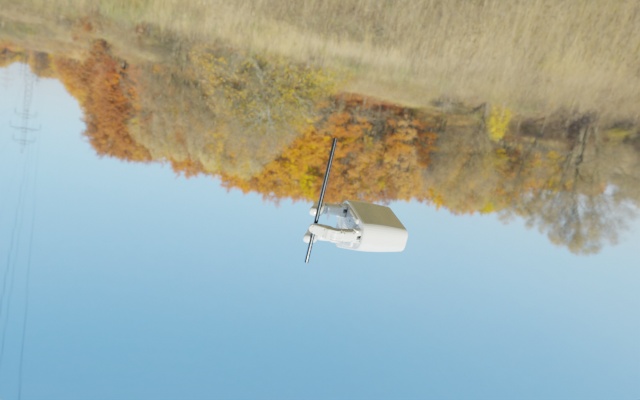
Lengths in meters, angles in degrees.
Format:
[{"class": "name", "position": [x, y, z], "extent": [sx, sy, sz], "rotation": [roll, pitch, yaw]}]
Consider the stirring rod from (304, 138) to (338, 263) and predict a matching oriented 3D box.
[{"class": "stirring rod", "position": [0.000, 0.003, 0.880], "extent": [0.011, 0.239, 0.011], "rotation": [13, 13, -3]}]
